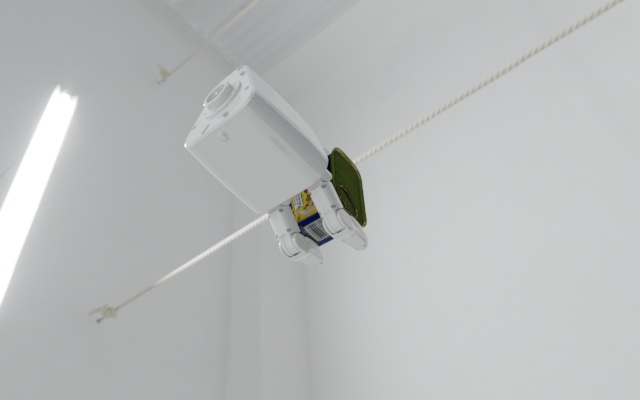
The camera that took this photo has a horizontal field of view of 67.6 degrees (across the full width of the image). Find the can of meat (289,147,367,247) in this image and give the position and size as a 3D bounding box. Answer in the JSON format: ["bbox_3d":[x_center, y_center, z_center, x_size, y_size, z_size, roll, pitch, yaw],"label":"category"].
[{"bbox_3d":[0.000,0.002,0.544,0.084,0.102,0.057,-29,-51,24],"label":"can of meat"}]
